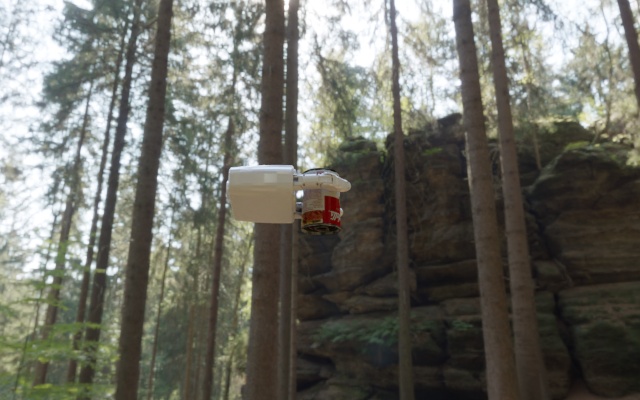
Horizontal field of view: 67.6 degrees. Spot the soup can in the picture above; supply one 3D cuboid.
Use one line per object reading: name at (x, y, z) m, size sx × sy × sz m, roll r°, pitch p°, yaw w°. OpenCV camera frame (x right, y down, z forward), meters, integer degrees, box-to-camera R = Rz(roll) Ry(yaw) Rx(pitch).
soup can at (0.001, 0.002, 0.823) m, size 0.068 × 0.102 × 0.068 m, roll 0°, pitch -18°, yaw 0°
